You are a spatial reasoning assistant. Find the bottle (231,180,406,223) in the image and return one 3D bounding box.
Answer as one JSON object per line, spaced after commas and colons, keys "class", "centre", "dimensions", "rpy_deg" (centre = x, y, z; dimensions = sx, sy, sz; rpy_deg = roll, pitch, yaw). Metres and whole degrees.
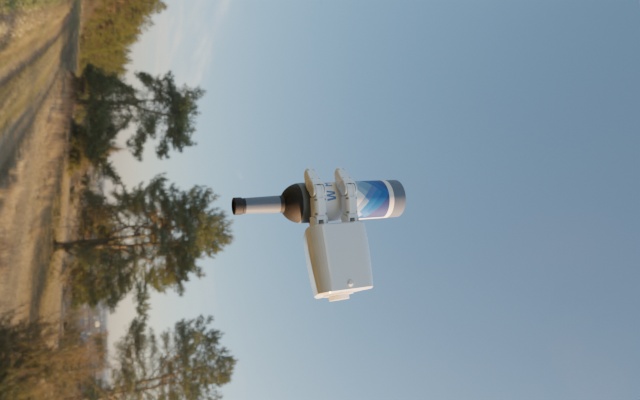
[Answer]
{"class": "bottle", "centre": [0.000, 0.003, 0.795], "dimensions": [0.296, 0.069, 0.069], "rpy_deg": [-3, 1, -24]}
